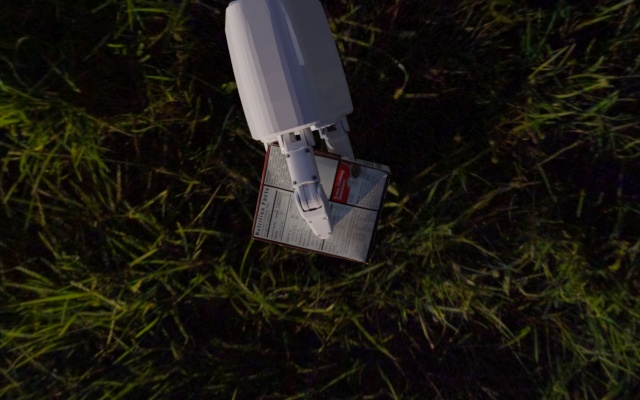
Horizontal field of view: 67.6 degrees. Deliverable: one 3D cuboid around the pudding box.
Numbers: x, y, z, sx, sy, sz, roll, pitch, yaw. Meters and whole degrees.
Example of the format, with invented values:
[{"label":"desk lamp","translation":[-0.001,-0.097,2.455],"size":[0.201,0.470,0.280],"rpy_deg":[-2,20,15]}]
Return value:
[{"label":"pudding box","translation":[0.000,0.001,0.437],"size":[0.113,0.090,0.039],"rpy_deg":[13,11,3]}]
